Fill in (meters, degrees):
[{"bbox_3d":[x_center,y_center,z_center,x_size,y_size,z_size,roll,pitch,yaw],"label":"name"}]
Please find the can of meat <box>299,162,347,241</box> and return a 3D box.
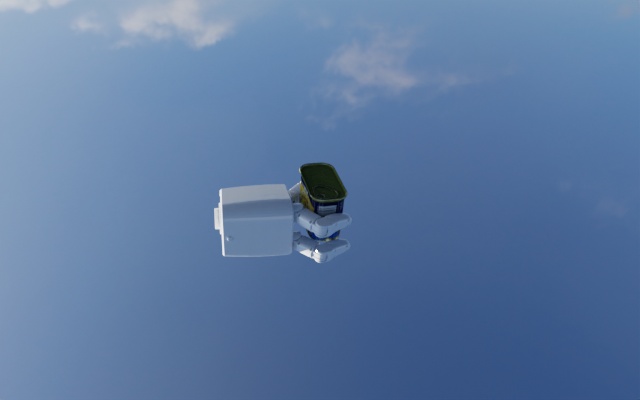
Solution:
[{"bbox_3d":[0.000,0.003,0.753,0.057,0.084,0.102,-5,37,-15],"label":"can of meat"}]
